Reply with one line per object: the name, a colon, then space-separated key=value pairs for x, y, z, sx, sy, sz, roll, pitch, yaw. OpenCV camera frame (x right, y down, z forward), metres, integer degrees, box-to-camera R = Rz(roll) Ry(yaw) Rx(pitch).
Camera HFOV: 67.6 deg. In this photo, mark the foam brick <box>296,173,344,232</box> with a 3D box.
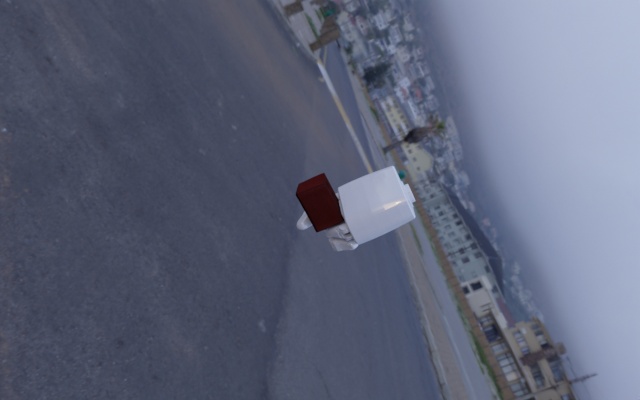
foam brick: x=0.000 y=0.002 z=0.800 sx=0.051 sy=0.078 sz=0.053 roll=-24 pitch=22 yaw=12
